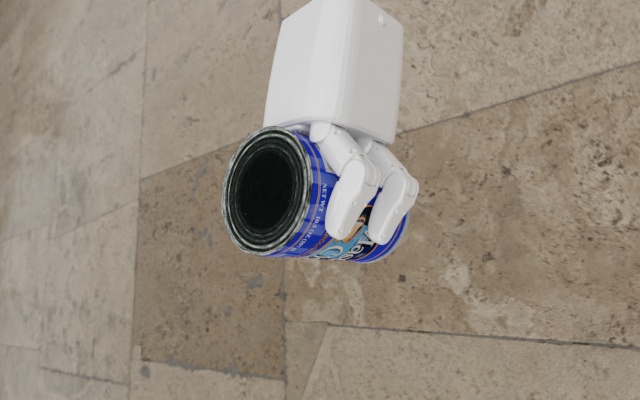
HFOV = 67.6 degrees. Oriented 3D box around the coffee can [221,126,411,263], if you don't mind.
[{"bbox_3d":[0.000,0.002,0.422,0.103,0.103,0.140,0,-8,41],"label":"coffee can"}]
